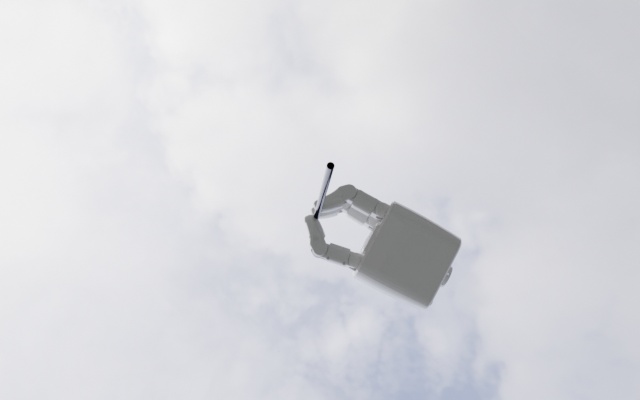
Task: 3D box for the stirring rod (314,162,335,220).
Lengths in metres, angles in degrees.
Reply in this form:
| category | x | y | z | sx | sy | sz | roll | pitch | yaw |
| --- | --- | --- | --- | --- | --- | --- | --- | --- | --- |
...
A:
| category | x | y | z | sx | sy | sz | roll | pitch | yaw |
| --- | --- | --- | --- | --- | --- | --- | --- | --- | --- |
| stirring rod | 0.000 | 0.002 | 0.584 | 0.011 | 0.011 | 0.240 | 0 | -17 | -5 |
